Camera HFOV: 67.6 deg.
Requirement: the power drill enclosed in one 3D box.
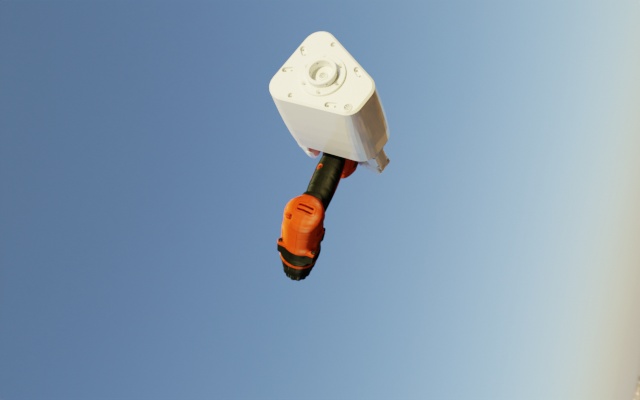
[{"bbox_3d":[0.000,0.002,0.629,0.057,0.187,0.184,21,-30,4],"label":"power drill"}]
